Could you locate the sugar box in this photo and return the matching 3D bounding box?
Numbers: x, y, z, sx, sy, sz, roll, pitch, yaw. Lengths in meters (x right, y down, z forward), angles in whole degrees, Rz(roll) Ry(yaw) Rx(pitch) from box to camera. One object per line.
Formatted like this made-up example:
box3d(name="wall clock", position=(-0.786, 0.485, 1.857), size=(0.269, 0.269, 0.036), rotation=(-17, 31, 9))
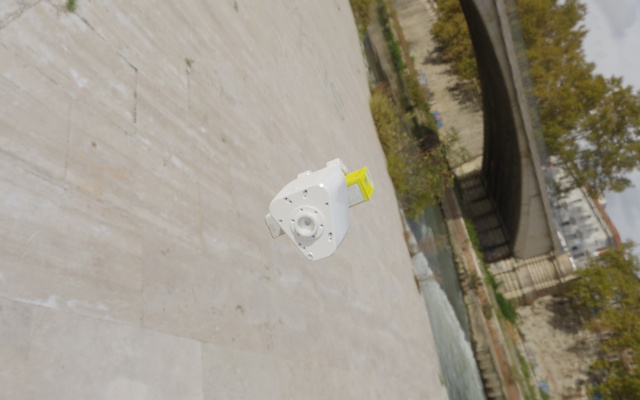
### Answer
box3d(name="sugar box", position=(0.000, 0.002, 0.798), size=(0.176, 0.048, 0.093), rotation=(-20, 9, 17))
